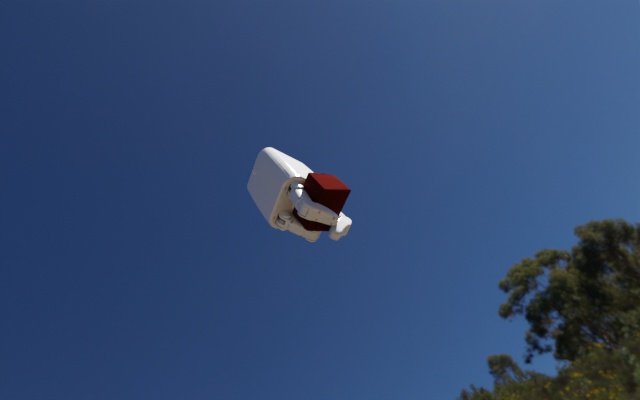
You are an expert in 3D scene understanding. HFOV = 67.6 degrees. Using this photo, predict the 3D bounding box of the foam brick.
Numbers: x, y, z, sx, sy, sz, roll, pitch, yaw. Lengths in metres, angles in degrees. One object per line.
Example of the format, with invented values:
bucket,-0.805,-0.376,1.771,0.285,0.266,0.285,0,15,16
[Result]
foam brick,0.000,0.002,0.736,0.053,0.078,0.051,4,31,-37
